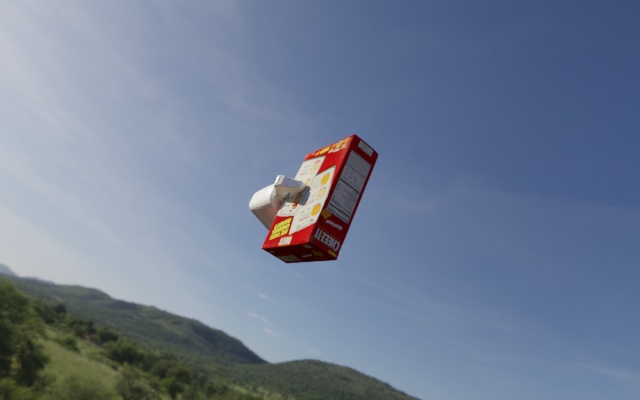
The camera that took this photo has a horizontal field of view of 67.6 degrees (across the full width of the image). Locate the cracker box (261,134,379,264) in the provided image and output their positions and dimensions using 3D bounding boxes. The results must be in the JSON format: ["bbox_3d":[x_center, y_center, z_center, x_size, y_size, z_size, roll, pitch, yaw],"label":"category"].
[{"bbox_3d":[0.000,0.003,0.848,0.072,0.213,0.164,34,-25,-24],"label":"cracker box"}]
